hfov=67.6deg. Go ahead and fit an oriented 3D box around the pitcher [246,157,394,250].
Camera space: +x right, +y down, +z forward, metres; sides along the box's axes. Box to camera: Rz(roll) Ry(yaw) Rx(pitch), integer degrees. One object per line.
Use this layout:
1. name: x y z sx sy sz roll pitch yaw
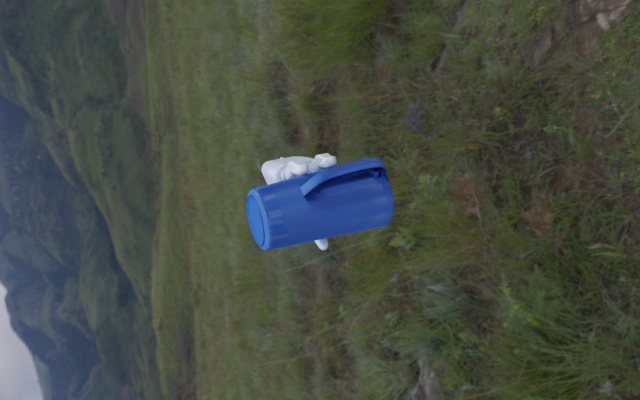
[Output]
1. pitcher: 0.000 0.003 0.844 0.243 0.149 0.145 -13 18 -22
